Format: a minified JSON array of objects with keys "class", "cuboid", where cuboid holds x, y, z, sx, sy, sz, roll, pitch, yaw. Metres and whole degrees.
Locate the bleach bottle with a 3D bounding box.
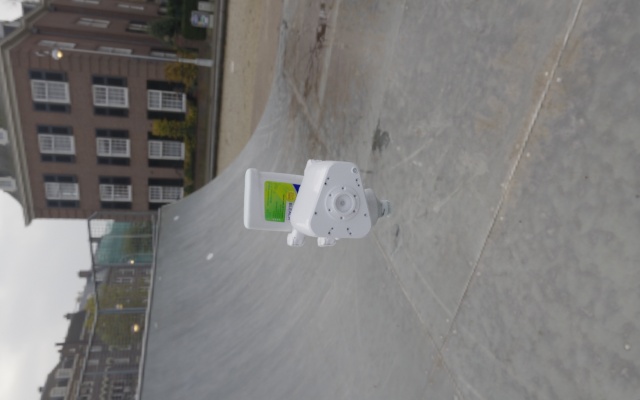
[{"class":"bleach bottle","cuboid":[0.000,0.003,0.808,0.251,0.102,0.068,2,1,-15]}]
